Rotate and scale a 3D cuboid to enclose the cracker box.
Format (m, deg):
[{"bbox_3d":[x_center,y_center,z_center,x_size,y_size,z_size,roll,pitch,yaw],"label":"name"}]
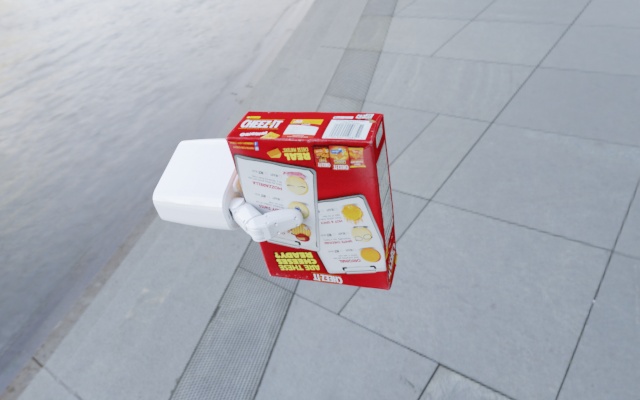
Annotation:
[{"bbox_3d":[0.000,0.002,0.564,0.164,0.214,0.072,4,40,20],"label":"cracker box"}]
